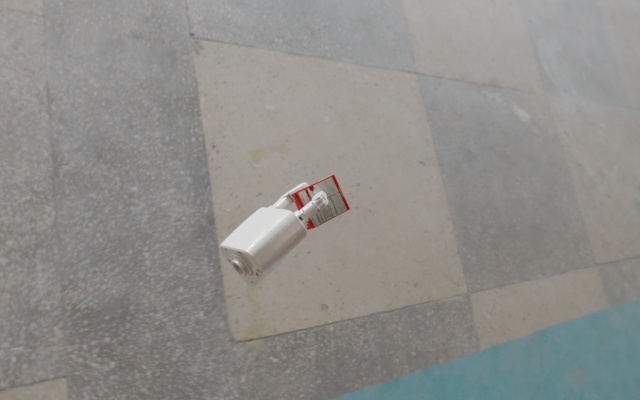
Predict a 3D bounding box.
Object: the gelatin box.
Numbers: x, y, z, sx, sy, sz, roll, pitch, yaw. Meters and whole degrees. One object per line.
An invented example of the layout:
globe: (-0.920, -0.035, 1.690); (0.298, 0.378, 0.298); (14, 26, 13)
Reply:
gelatin box: (0.001, 0.003, 0.875); (0.089, 0.073, 0.030); (-27, 3, -27)
